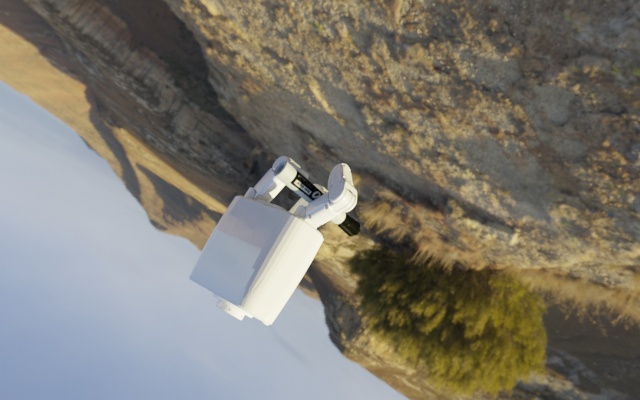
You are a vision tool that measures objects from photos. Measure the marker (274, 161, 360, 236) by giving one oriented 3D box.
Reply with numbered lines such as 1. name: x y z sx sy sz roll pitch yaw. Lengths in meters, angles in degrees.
1. marker: 0.000 0.002 0.502 0.121 0.020 0.020 40 -22 -29
